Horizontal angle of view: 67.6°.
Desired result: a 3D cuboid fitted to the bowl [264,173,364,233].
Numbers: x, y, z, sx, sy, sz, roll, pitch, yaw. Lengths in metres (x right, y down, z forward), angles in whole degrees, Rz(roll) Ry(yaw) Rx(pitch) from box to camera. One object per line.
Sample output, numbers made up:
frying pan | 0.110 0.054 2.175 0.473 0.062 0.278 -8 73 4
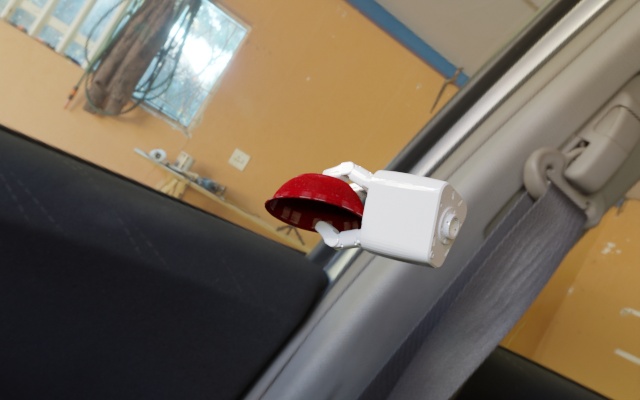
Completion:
bowl | -0.001 0.002 0.722 0.162 0.055 0.162 11 -20 4
